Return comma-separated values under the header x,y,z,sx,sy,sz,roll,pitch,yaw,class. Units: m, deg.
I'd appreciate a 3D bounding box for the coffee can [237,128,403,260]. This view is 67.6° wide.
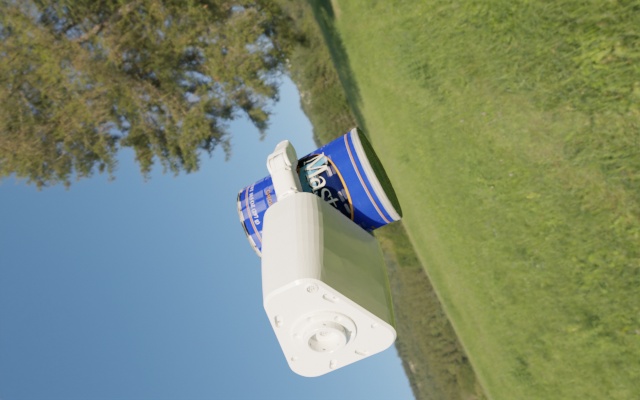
x,y,z,sx,sy,sz,roll,pitch,yaw,class
0.000,0.001,0.499,0.140,0.103,0.103,-27,-7,14,coffee can
